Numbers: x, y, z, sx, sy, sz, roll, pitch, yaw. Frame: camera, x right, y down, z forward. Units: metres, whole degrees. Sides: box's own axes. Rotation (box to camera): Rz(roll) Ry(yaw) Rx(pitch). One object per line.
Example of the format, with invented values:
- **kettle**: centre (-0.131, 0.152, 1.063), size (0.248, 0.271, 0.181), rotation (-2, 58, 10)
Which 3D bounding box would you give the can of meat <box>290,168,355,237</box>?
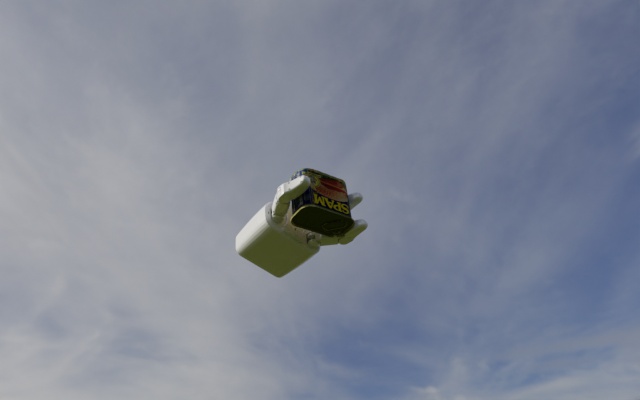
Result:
- **can of meat**: centre (0.000, 0.002, 0.771), size (0.102, 0.084, 0.057), rotation (19, -45, -30)
